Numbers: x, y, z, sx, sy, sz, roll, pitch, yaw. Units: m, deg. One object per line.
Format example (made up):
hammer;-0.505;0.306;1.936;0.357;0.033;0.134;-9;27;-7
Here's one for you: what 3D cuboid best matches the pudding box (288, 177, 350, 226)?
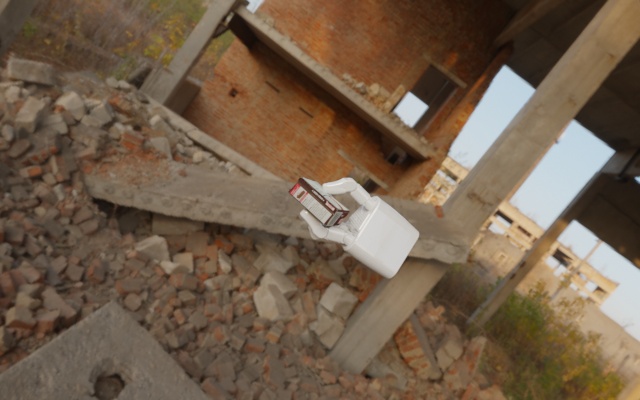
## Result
pudding box;0.000;0.003;0.845;0.090;0.039;0.113;41;6;12
